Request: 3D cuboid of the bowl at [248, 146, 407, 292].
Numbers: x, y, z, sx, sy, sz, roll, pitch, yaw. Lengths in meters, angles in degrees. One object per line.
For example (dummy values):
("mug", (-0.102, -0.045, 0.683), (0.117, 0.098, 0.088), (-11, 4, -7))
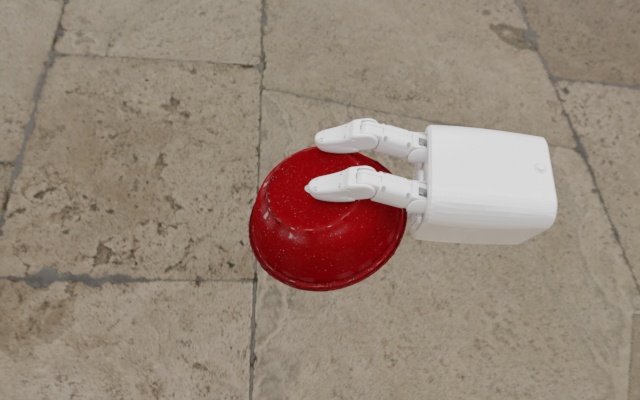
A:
("bowl", (-0.001, 0.002, 0.456), (0.162, 0.162, 0.055), (0, -32, 15))
